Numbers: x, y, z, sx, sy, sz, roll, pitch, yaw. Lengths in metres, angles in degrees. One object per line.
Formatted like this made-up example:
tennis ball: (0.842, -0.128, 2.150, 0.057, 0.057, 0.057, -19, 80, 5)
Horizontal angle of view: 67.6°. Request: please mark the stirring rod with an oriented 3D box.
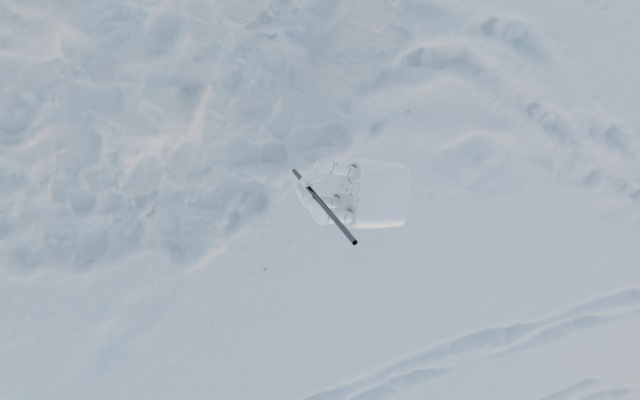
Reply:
stirring rod: (0.000, 0.002, 0.735, 0.011, 0.011, 0.239, 0, 27, -25)
